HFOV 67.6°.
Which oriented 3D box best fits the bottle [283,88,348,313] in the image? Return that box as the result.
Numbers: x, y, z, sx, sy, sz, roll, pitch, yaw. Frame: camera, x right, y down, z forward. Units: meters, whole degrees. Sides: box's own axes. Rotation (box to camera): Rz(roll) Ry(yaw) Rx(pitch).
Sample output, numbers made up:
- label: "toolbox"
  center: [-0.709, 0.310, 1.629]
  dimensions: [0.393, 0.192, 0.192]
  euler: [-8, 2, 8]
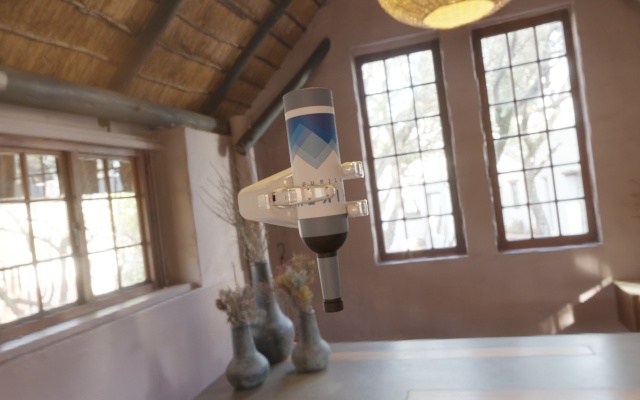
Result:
- label: "bottle"
  center: [0.000, 0.002, 0.644]
  dimensions: [0.069, 0.295, 0.069]
  euler: [-7, 0, 0]
